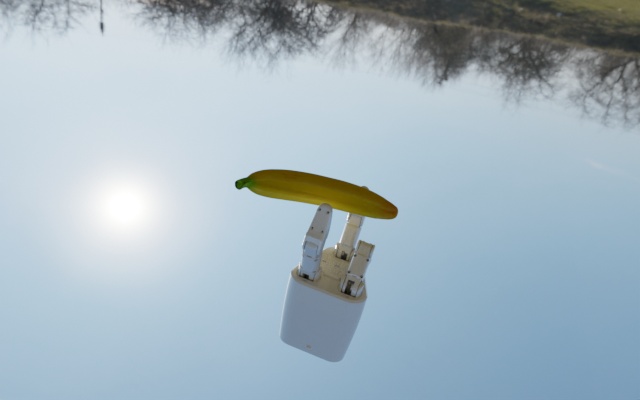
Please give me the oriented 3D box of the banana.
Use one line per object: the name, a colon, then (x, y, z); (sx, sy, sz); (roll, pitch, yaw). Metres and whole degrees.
banana: (-0.005, -0.007, 0.582); (0.198, 0.037, 0.069); (9, 26, -12)
